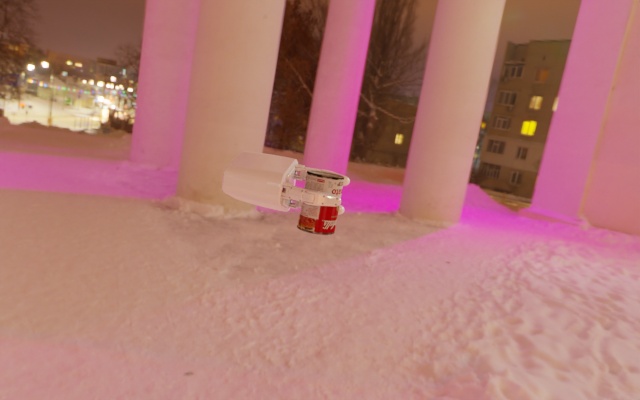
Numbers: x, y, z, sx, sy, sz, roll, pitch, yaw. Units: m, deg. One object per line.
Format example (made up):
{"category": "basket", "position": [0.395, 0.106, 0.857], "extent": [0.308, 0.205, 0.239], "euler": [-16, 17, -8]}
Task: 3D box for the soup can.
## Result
{"category": "soup can", "position": [0.001, 0.003, 0.836], "extent": [0.068, 0.102, 0.068], "euler": [10, 9, -2]}
